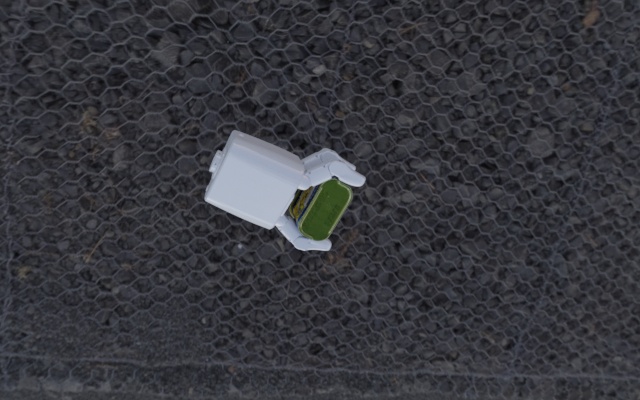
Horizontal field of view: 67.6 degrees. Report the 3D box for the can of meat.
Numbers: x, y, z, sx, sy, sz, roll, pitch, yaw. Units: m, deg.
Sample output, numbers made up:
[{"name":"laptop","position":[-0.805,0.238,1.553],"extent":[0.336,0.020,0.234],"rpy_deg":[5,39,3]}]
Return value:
[{"name":"can of meat","position":[0.000,0.003,0.720],"extent":[0.057,0.102,0.084],"rpy_deg":[27,11,-17]}]
